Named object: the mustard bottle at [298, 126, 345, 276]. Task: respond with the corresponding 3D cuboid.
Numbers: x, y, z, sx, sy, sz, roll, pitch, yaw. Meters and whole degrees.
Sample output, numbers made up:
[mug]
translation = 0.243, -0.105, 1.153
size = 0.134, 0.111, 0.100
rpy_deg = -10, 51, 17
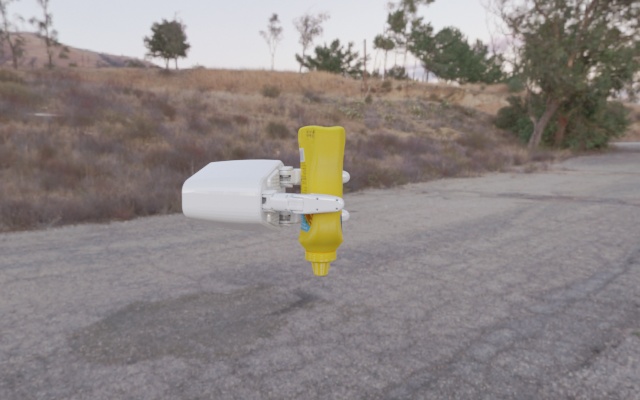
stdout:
[mustard bottle]
translation = 0.000, 0.002, 0.617
size = 0.058, 0.191, 0.096
rpy_deg = -1, 5, -12
